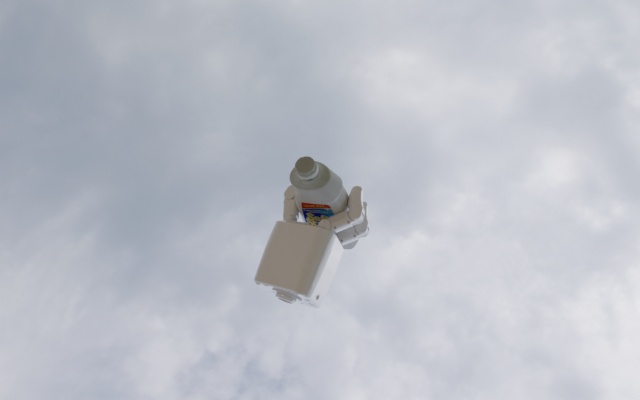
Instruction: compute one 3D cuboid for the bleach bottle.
[{"bbox_3d":[0.000,0.003,0.771,0.102,0.068,0.251,14,-21,21],"label":"bleach bottle"}]
